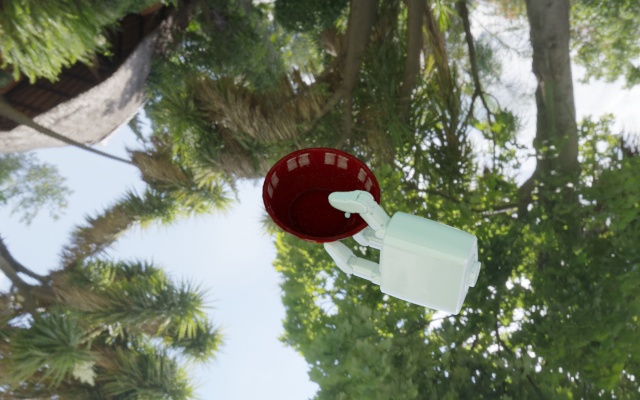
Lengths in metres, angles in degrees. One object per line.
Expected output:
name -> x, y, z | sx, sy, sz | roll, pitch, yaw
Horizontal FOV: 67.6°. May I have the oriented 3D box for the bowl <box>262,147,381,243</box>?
bowl -> -0.001, 0.002, 0.668 | 0.162, 0.162, 0.055 | 0, -36, -4
